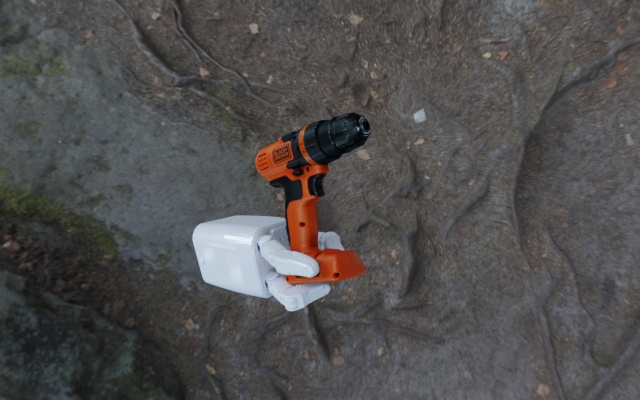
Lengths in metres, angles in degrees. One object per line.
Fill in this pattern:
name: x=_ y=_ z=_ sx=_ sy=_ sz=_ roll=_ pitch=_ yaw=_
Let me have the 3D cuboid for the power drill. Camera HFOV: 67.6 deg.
power drill: x=0.000 y=0.002 z=0.574 sx=0.057 sy=0.187 sz=0.184 roll=-5 pitch=-7 yaw=-42
